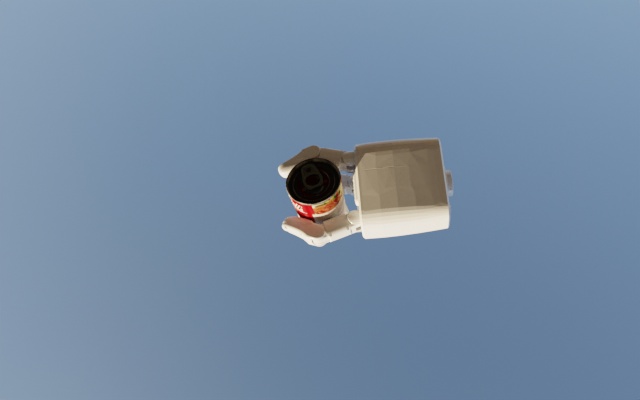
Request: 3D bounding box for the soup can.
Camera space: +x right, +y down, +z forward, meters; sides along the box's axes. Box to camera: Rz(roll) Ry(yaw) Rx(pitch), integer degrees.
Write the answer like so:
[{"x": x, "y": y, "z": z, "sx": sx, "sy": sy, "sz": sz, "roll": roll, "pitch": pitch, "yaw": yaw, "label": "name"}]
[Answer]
[{"x": 0.000, "y": 0.002, "z": 0.615, "sx": 0.068, "sy": 0.068, "sz": 0.102, "roll": 0, "pitch": -31, "yaw": 12, "label": "soup can"}]
